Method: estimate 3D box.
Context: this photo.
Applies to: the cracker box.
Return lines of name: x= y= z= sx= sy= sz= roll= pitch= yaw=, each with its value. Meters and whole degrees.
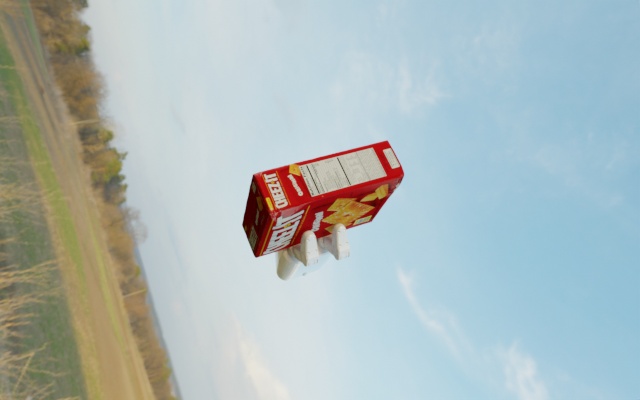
cracker box: x=0.000 y=0.002 z=0.718 sx=0.213 sy=0.072 sz=0.164 roll=-16 pitch=-22 yaw=-22
